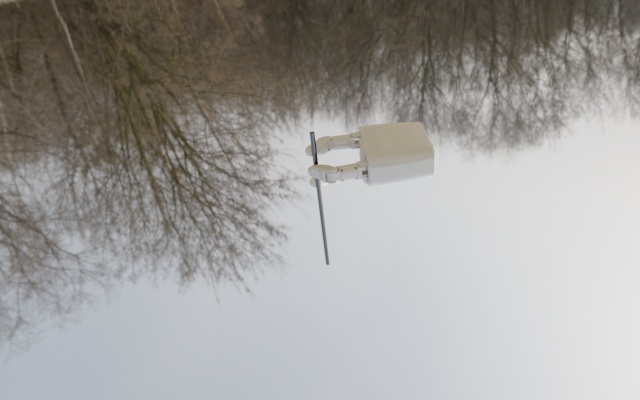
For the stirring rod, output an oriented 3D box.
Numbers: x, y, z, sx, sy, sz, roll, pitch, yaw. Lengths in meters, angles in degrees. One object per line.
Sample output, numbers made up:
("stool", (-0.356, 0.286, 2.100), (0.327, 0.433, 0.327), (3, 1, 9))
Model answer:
("stirring rod", (0.000, 0.003, 0.797), (0.011, 0.240, 0.011), (-6, 24, 3))
